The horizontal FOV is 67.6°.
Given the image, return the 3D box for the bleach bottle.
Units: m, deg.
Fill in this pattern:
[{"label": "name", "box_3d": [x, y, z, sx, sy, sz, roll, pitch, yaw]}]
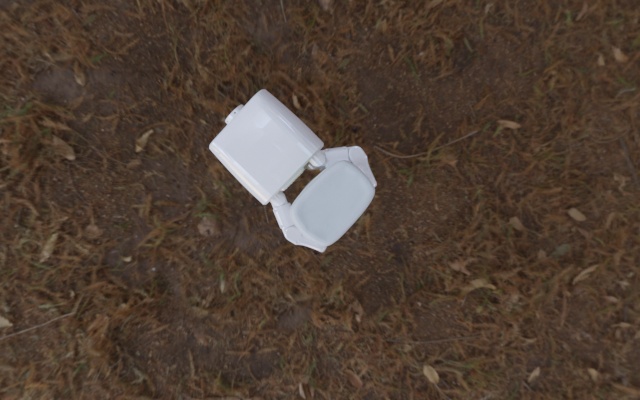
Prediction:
[{"label": "bleach bottle", "box_3d": [0.000, 0.002, 0.659, 0.068, 0.102, 0.251, 45, -6, -5]}]
